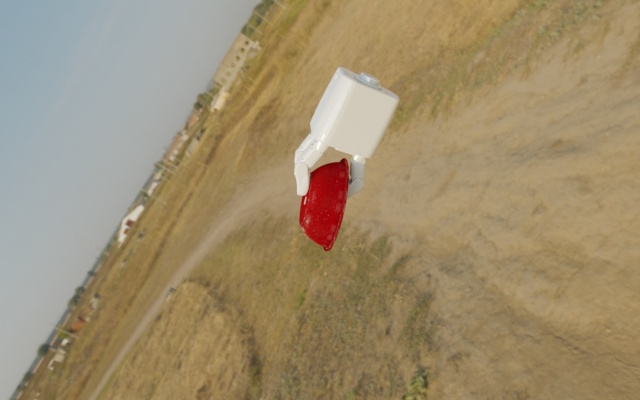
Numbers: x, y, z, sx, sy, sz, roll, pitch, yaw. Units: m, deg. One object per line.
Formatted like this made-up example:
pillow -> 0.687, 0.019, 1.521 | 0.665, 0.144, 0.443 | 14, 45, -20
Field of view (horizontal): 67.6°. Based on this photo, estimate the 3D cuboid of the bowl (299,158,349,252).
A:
bowl -> -0.001, 0.004, 0.806 | 0.055, 0.162, 0.162 | 11, -2, -9
